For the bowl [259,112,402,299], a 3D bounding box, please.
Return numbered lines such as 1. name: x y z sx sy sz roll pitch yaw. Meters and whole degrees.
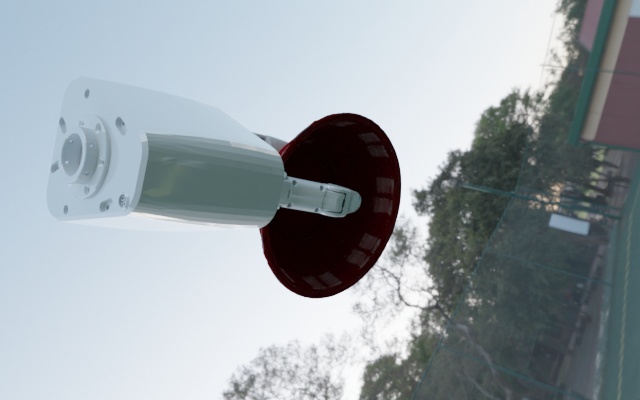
1. bowl: 0.001 0.002 0.425 0.162 0.162 0.055 0 12 -42
